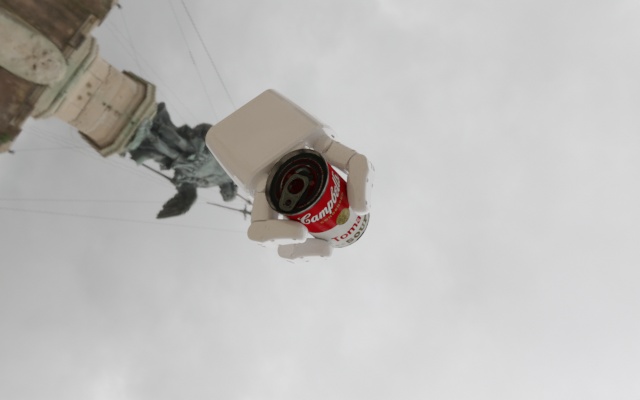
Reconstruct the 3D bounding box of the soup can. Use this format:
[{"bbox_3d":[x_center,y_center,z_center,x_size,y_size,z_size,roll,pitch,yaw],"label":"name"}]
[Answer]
[{"bbox_3d":[0.001,0.002,0.481,0.068,0.068,0.102,0,-23,30],"label":"soup can"}]
